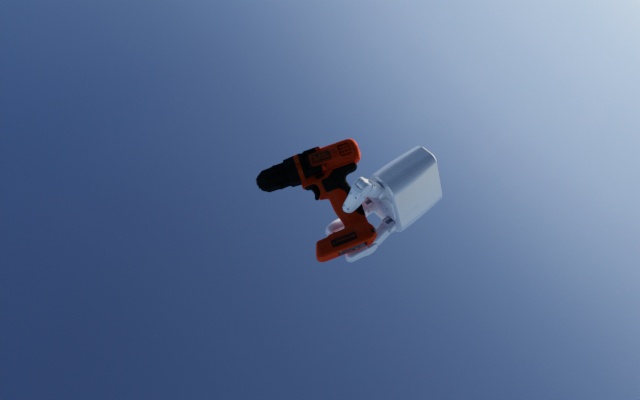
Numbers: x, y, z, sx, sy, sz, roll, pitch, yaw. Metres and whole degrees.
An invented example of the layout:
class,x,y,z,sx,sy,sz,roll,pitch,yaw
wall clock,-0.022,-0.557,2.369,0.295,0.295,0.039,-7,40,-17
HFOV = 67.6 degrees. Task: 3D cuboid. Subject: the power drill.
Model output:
class,x,y,z,sx,sy,sz,roll,pitch,yaw
power drill,0.001,0.003,0.795,0.184,0.187,0.057,-20,-15,2
